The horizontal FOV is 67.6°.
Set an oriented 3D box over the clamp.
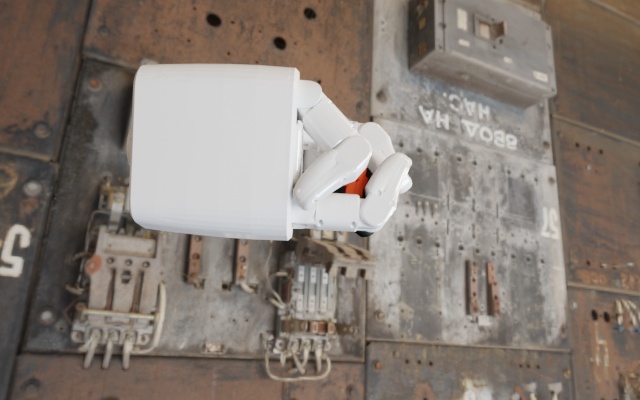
[{"bbox_3d":[0.000,0.002,0.418,0.120,0.039,0.171,3,-16,-1],"label":"clamp"}]
